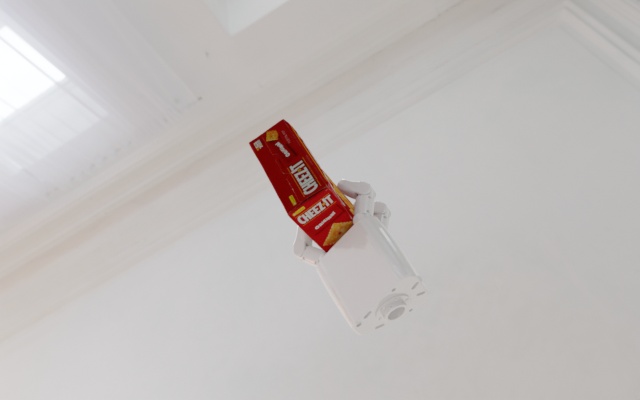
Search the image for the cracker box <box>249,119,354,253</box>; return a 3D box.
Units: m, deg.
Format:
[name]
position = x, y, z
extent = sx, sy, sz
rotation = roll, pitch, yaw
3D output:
[cracker box]
position = 0.000, 0.003, 0.710
extent = 0.072, 0.164, 0.214
rotation = -36, -42, 3
